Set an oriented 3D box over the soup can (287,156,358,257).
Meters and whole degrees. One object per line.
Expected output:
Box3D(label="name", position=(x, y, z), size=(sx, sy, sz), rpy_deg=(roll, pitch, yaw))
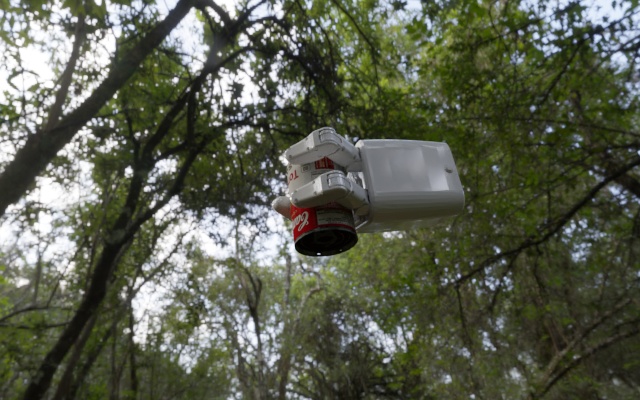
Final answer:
Box3D(label="soup can", position=(0.000, 0.002, 0.524), size=(0.068, 0.102, 0.068), rpy_deg=(-6, -29, -3))
